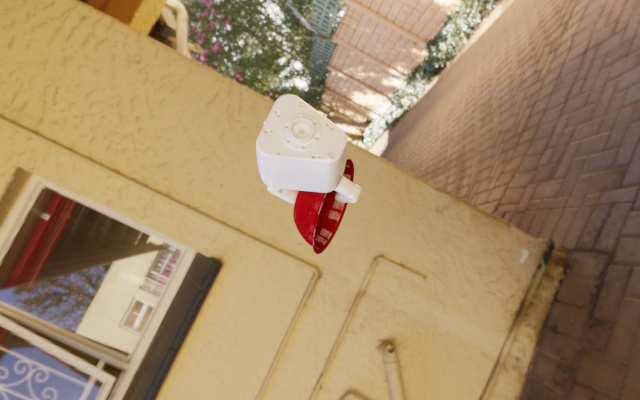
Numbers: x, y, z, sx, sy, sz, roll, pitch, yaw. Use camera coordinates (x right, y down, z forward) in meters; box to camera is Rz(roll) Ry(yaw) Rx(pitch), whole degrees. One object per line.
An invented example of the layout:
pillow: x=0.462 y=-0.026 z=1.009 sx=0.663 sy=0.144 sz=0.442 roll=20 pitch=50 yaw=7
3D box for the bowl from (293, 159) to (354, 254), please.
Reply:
bowl: x=0.000 y=0.003 z=0.777 sx=0.055 sy=0.162 sz=0.162 roll=19 pitch=5 yaw=16
